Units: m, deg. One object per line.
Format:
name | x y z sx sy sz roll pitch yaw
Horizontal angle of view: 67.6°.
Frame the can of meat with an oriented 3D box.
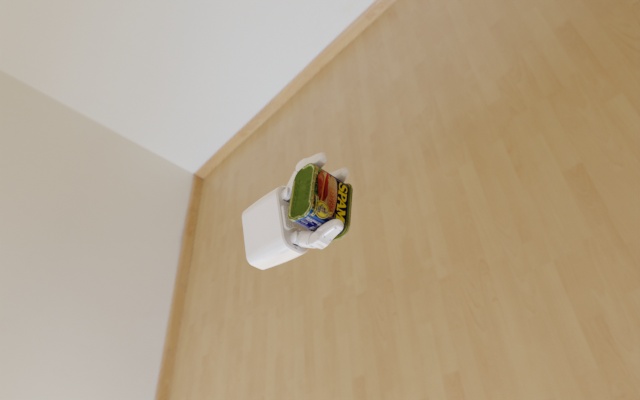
can of meat | 0.000 0.002 0.751 0.084 0.102 0.057 30 -38 -33
